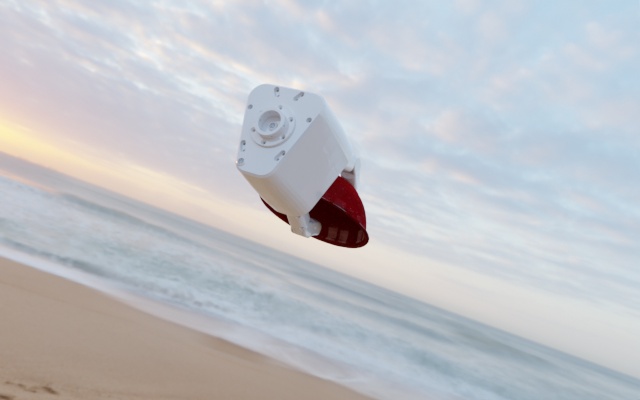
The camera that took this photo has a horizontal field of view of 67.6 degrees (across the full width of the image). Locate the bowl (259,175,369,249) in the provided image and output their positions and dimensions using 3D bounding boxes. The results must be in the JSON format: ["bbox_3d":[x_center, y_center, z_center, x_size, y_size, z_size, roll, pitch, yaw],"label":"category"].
[{"bbox_3d":[0.000,0.002,0.647,0.162,0.055,0.162,23,-22,10],"label":"bowl"}]
